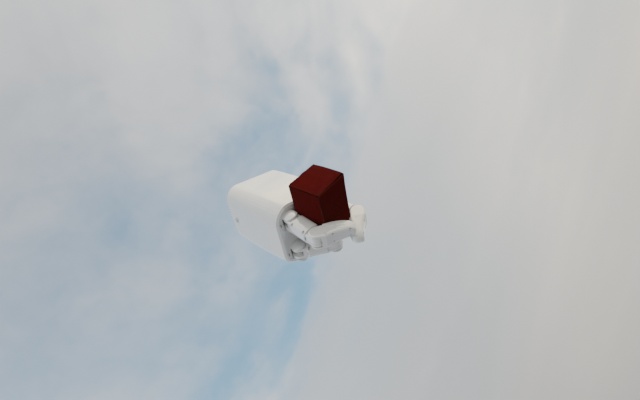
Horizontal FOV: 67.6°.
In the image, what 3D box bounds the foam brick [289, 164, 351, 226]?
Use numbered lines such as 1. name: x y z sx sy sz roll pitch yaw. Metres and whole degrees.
1. foam brick: 0.000 0.002 0.616 0.051 0.078 0.053 22 50 35
